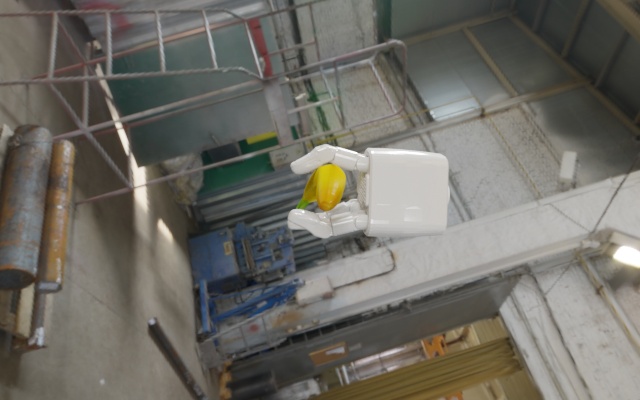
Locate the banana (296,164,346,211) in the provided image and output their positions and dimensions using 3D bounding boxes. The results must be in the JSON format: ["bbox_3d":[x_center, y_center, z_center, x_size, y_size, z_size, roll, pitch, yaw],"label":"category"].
[{"bbox_3d":[0.006,-0.015,0.617,0.037,0.069,0.198,21,-6,-7],"label":"banana"}]
